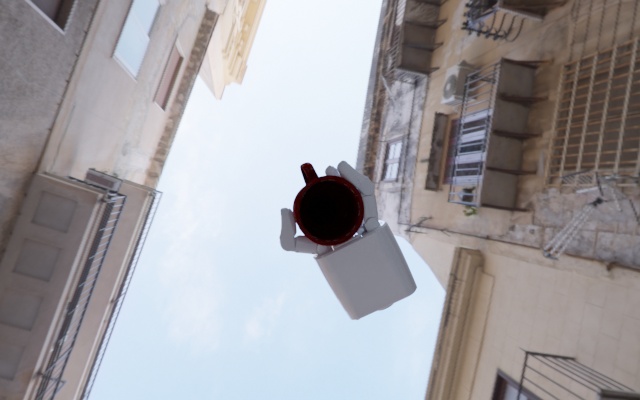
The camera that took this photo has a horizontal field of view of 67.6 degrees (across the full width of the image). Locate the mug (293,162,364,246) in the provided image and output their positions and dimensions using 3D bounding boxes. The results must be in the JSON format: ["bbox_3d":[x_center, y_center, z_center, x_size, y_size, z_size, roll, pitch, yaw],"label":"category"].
[{"bbox_3d":[-0.001,0.001,0.662,0.093,0.117,0.081,-28,6,-9],"label":"mug"}]
